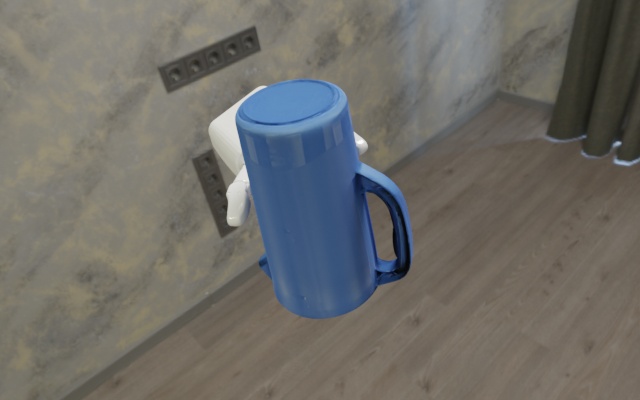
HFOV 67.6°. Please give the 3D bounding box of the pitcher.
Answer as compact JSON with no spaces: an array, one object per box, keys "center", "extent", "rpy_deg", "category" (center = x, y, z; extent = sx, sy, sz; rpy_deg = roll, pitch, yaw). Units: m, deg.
[{"center":[0.000,0.002,0.512],"extent":[0.149,0.243,0.145],"rpy_deg":[-25,39,-18],"category":"pitcher"}]
